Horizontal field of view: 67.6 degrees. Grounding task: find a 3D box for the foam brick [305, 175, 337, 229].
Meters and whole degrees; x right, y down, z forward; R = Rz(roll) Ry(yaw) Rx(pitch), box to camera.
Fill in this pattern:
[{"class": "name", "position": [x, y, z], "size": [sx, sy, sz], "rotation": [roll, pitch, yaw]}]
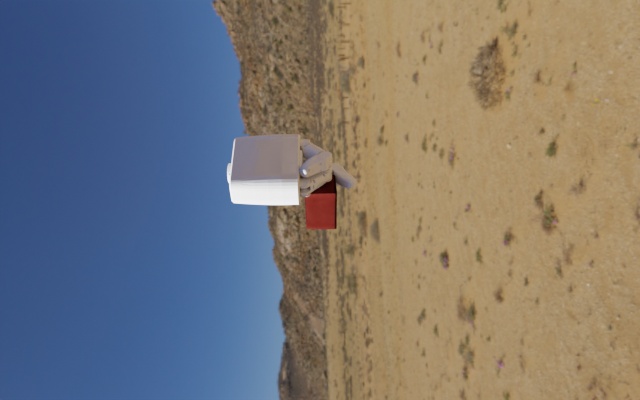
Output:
[{"class": "foam brick", "position": [0.000, 0.003, 0.787], "size": [0.051, 0.078, 0.053], "rotation": [-2, 38, -1]}]
